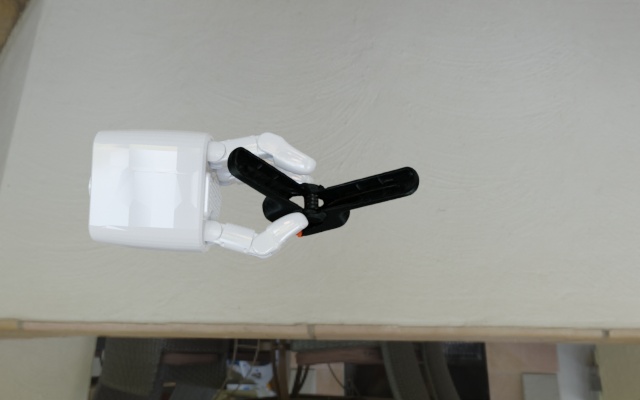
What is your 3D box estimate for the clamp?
[{"bbox_3d":[0.000,0.003,0.486,0.164,0.036,0.210,5,-18,-1],"label":"clamp"}]
